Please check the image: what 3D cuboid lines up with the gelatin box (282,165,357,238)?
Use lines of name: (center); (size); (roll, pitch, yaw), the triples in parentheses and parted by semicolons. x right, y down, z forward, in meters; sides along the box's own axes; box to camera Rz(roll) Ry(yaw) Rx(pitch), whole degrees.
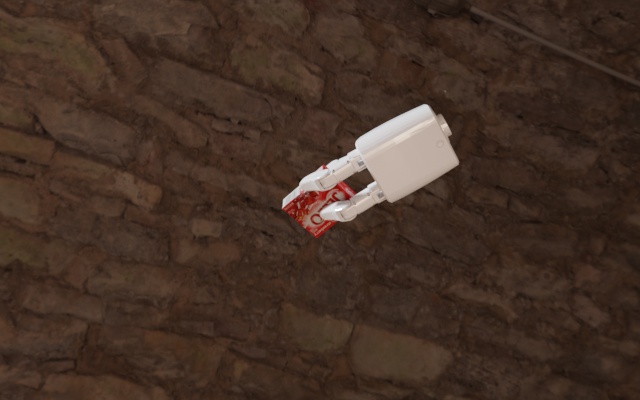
gelatin box: (0.000, 0.002, 0.697); (0.089, 0.073, 0.030); (-40, 23, 22)
